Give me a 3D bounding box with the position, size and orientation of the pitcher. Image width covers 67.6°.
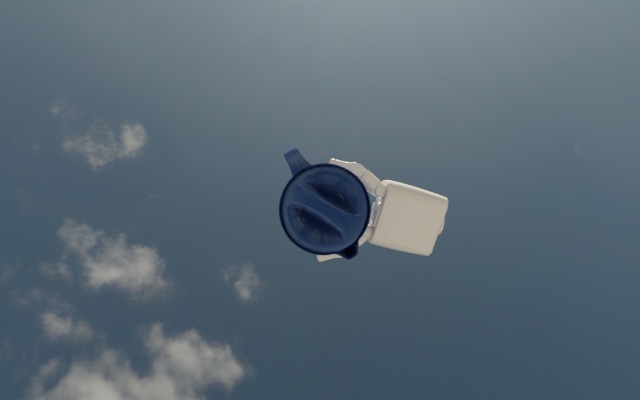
[{"bbox_3d":[0.000,0.003,0.800,0.145,0.149,0.243,13,0,-1],"label":"pitcher"}]
